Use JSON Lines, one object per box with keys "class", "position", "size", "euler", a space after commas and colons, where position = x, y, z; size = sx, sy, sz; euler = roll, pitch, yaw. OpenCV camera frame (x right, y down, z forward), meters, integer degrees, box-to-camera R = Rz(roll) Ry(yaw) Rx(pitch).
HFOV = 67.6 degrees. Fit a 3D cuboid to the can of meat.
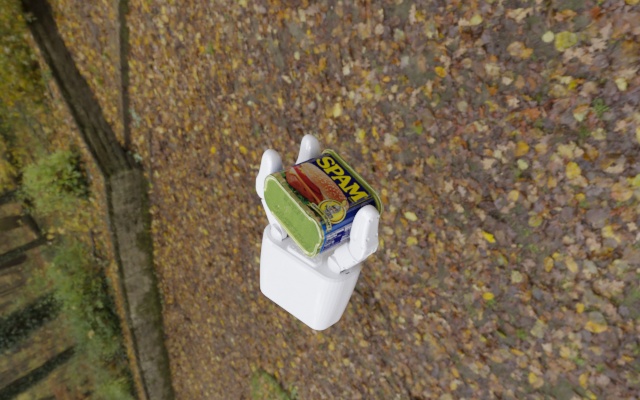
{"class": "can of meat", "position": [0.000, 0.002, 0.502], "size": [0.084, 0.057, 0.102], "euler": [-24, 57, -33]}
